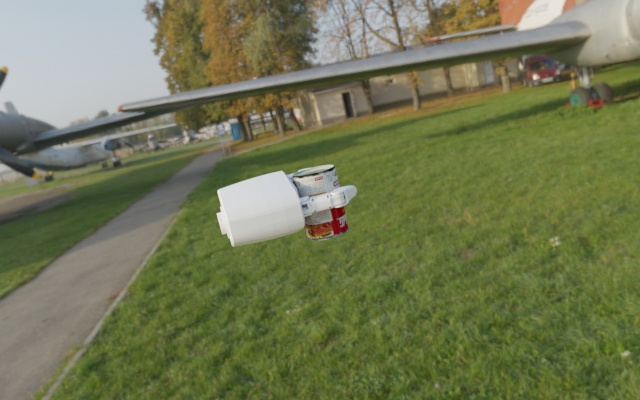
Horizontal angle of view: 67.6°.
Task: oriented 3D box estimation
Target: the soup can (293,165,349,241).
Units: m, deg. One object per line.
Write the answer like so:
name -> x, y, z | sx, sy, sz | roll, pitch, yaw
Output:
soup can -> 0.001, 0.002, 0.731 | 0.068, 0.102, 0.068 | -12, 11, 3
